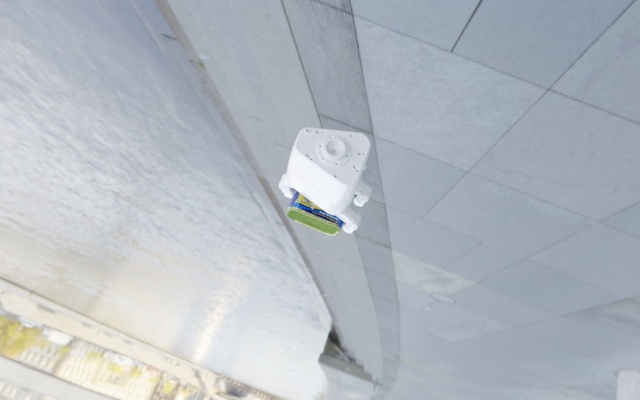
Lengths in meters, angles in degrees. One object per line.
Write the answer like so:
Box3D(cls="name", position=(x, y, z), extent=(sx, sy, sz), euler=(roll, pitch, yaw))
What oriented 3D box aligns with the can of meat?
Box3D(cls="can of meat", position=(0.000, 0.003, 0.815), extent=(0.102, 0.084, 0.057), euler=(22, -24, -3))
